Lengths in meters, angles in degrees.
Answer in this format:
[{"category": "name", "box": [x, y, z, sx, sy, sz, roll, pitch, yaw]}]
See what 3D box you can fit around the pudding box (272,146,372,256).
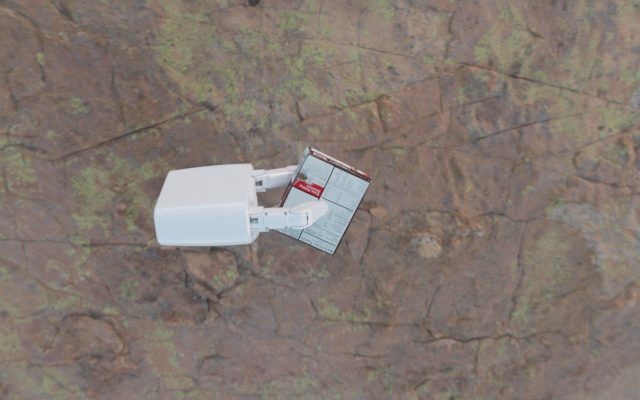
[{"category": "pudding box", "box": [0.000, 0.002, 0.603, 0.090, 0.113, 0.039, 24, 15, -10]}]
